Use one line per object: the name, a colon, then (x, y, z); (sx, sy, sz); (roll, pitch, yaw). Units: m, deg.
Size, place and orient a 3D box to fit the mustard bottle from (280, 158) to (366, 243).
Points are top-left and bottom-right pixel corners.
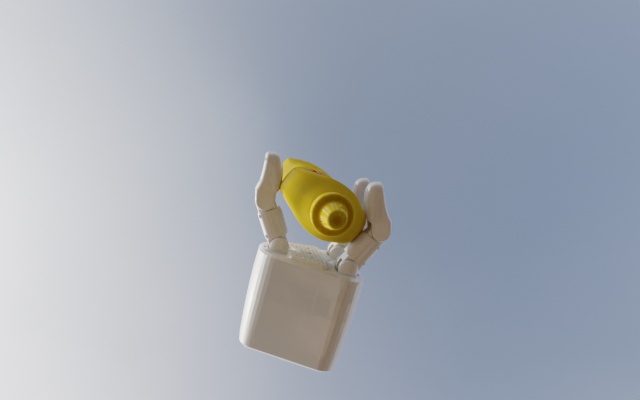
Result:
mustard bottle: (0.000, 0.001, 0.508); (0.096, 0.058, 0.191); (39, 2, -13)
